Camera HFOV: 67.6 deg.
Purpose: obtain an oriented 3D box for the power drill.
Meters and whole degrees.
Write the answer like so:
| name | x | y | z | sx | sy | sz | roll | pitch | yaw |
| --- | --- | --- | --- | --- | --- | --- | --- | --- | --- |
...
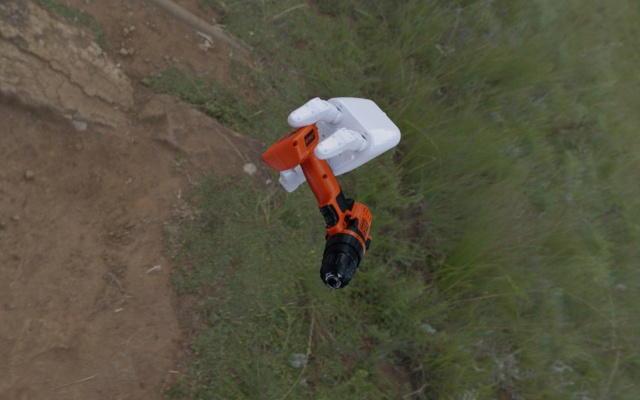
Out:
| name | x | y | z | sx | sy | sz | roll | pitch | yaw |
| --- | --- | --- | --- | --- | --- | --- | --- | --- | --- |
| power drill | 0.000 | 0.002 | 0.618 | 0.057 | 0.188 | 0.184 | -24 | 16 | 21 |
